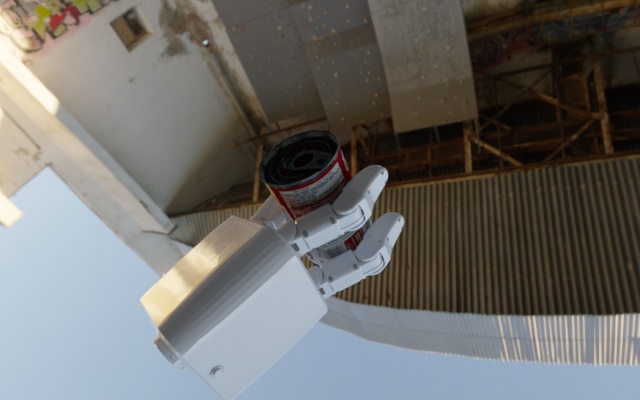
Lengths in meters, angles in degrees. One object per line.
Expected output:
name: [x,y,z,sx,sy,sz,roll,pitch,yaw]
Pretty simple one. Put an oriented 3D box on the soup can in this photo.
soup can: [0.000,0.001,0.406,0.068,0.102,0.068,-16,38,13]
